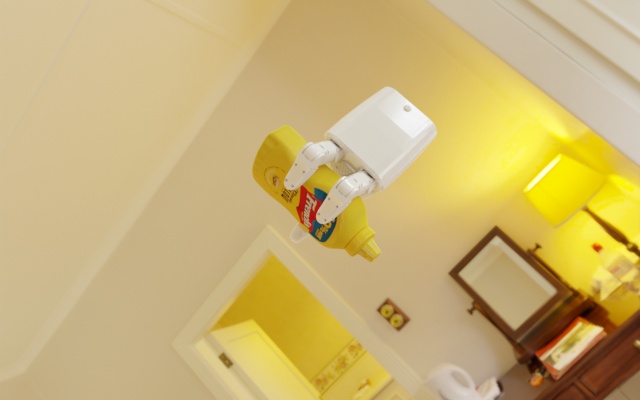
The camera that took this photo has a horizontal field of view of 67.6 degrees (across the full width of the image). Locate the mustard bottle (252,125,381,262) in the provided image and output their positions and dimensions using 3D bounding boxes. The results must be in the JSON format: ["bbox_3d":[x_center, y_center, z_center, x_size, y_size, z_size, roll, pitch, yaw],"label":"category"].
[{"bbox_3d":[0.000,0.002,0.587,0.058,0.191,0.096,-34,-18,-40],"label":"mustard bottle"}]
